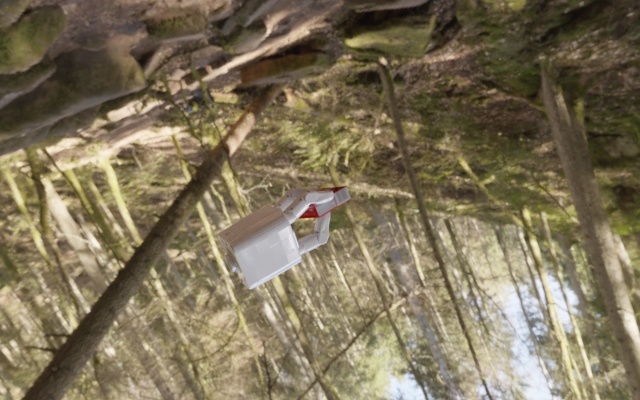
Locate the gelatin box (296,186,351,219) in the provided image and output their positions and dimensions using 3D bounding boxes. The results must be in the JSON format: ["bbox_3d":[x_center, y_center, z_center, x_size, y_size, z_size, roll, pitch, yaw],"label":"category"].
[{"bbox_3d":[0.001,0.003,0.894,0.089,0.030,0.073,-29,15,-34],"label":"gelatin box"}]
